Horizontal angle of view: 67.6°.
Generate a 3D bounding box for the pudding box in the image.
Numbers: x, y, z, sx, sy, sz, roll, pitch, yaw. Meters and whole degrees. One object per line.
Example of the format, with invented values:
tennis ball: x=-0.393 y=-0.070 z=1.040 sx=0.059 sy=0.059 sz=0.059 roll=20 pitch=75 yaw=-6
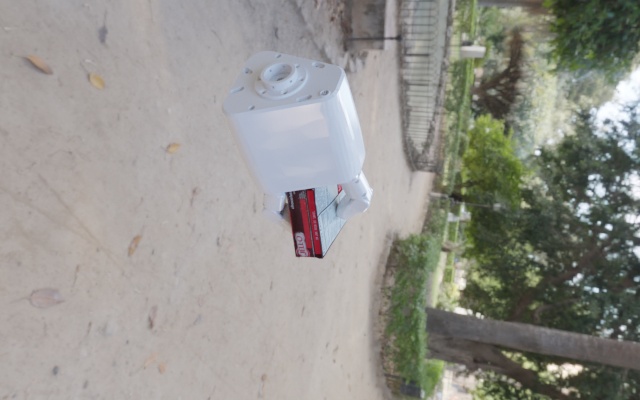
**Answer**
pudding box: x=0.000 y=0.002 z=0.556 sx=0.039 sy=0.090 sz=0.113 roll=4 pitch=26 yaw=21
